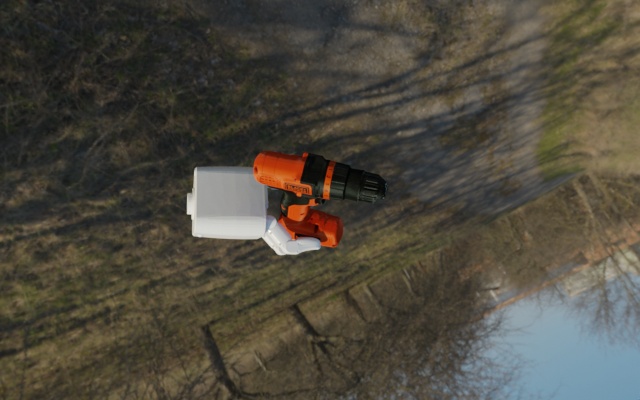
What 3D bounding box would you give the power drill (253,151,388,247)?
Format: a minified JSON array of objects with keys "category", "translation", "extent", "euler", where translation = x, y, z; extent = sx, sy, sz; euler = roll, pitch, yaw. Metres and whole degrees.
[{"category":"power drill","translation":[0.000,0.003,0.707],"extent":[0.184,0.057,0.188],"euler":[13,-31,8]}]
